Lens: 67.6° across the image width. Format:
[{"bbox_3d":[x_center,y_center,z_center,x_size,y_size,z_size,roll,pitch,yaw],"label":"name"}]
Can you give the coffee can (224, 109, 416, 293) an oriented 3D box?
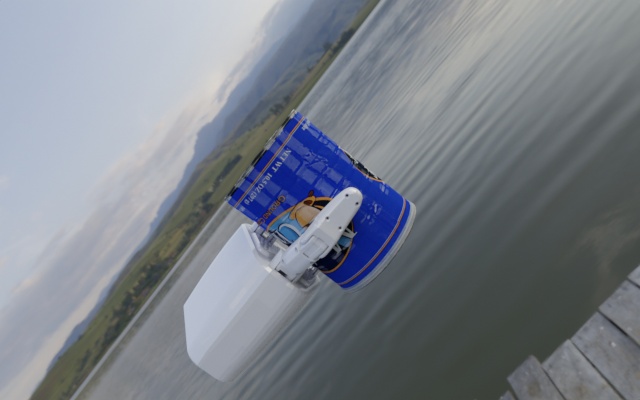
[{"bbox_3d":[0.000,0.001,0.433,0.140,0.103,0.103,38,-7,-8],"label":"coffee can"}]
